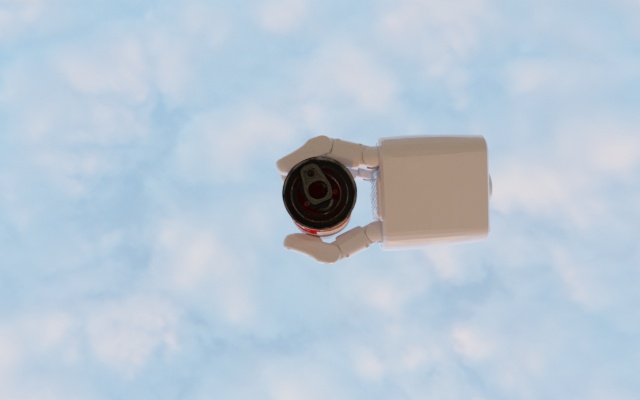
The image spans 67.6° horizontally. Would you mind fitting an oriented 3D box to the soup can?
[{"bbox_3d":[0.000,0.002,0.478,0.068,0.068,0.102,0,-10,1],"label":"soup can"}]
